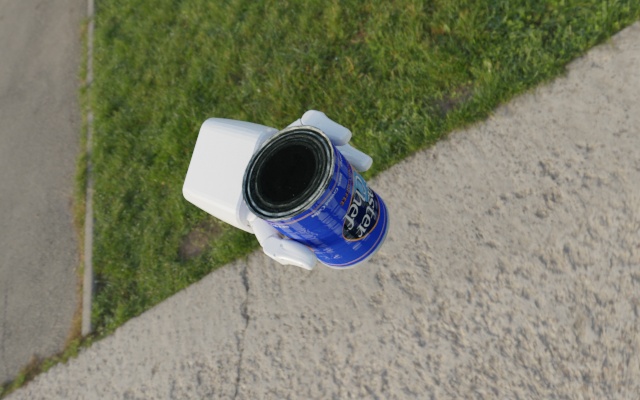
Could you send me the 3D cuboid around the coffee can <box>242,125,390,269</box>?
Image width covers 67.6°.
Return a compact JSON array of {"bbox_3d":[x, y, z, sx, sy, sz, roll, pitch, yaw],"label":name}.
[{"bbox_3d":[0.000,0.002,0.502,0.103,0.102,0.140,0,-25,31],"label":"coffee can"}]
